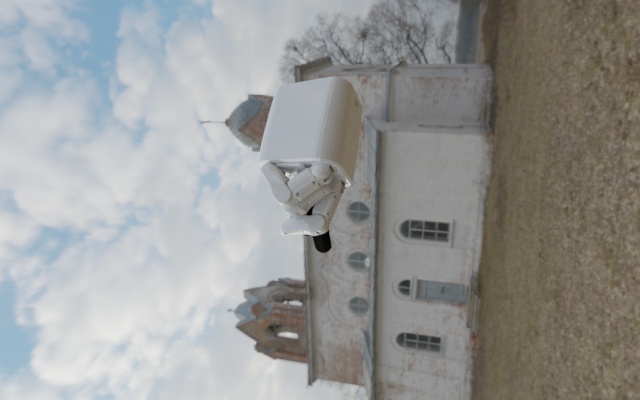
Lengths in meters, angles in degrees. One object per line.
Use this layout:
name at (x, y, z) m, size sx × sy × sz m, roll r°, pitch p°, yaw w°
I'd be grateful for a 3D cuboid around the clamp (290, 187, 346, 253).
clamp at (-0.001, 0.002, 0.660) m, size 0.039 × 0.120 × 0.171 m, roll 9°, pitch -13°, yaw 16°
